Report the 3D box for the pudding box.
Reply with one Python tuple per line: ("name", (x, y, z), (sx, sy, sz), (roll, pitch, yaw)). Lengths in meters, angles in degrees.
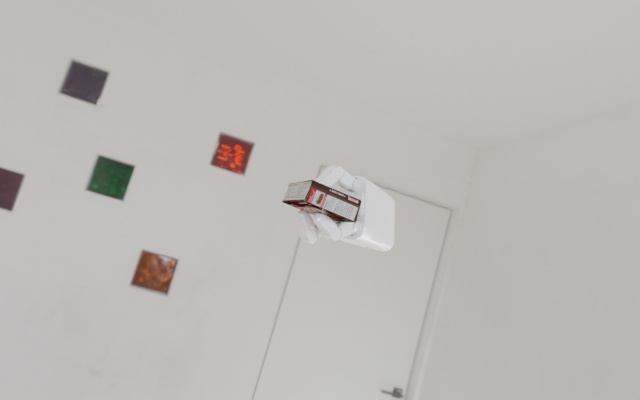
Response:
("pudding box", (0.000, 0.002, 0.747), (0.090, 0.039, 0.113), (22, -11, -20))
